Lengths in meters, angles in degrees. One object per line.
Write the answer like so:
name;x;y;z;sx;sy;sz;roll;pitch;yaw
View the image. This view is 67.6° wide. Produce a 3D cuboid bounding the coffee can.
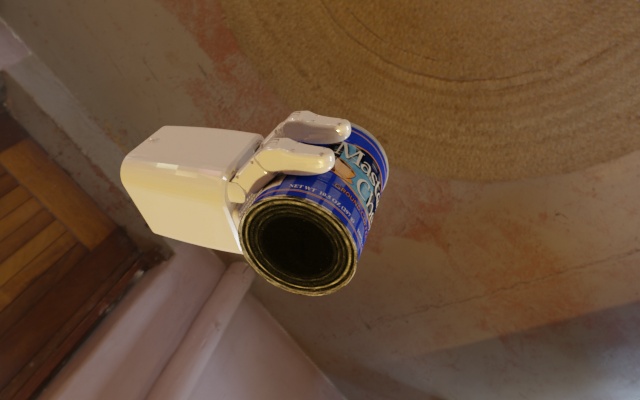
coffee can;0.000;0.001;0.440;0.103;0.103;0.140;0;33;20
